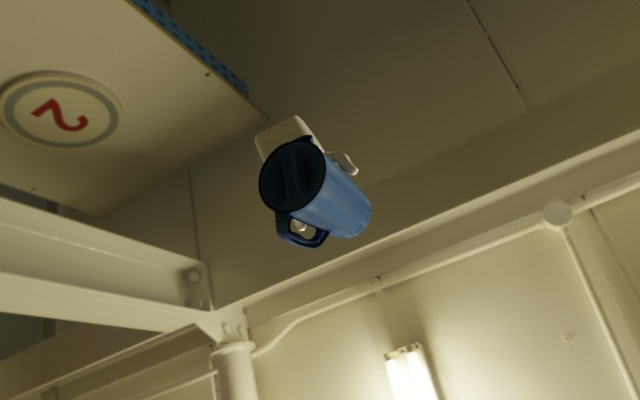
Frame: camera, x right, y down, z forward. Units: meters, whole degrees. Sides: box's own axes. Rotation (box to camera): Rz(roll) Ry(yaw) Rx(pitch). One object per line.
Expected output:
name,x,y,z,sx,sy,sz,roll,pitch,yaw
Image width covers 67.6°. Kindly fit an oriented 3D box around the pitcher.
pitcher,0.000,0.003,0.894,0.149,0.145,0.243,-39,-32,11
